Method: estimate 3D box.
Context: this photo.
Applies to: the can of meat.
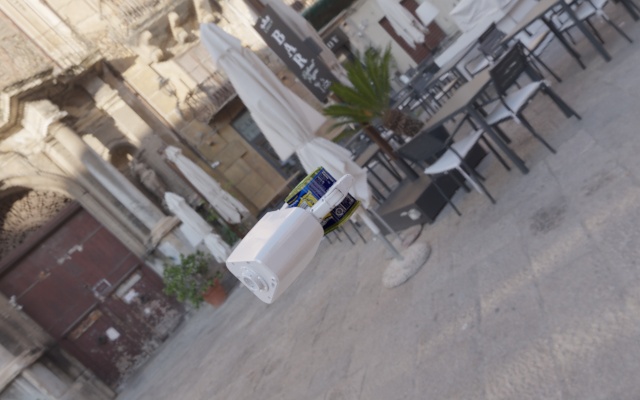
[{"bbox_3d":[0.000,0.002,0.736,0.057,0.084,0.102,-49,6,-30],"label":"can of meat"}]
